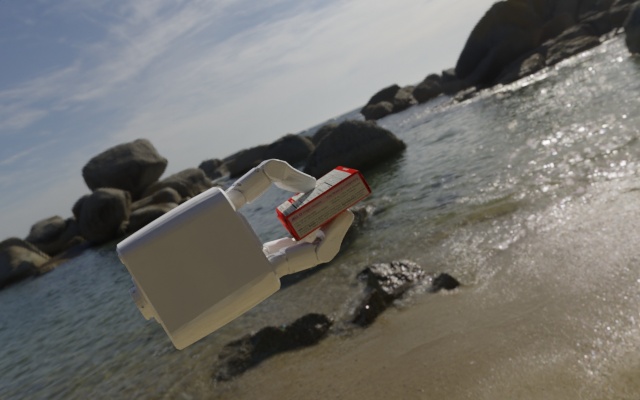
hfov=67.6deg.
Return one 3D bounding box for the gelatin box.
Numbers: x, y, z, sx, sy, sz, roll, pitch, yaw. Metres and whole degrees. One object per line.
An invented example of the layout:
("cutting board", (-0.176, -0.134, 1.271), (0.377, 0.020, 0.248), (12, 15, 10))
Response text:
("gelatin box", (0.000, 0.001, 0.489), (0.089, 0.030, 0.073), (-34, 12, -6))
